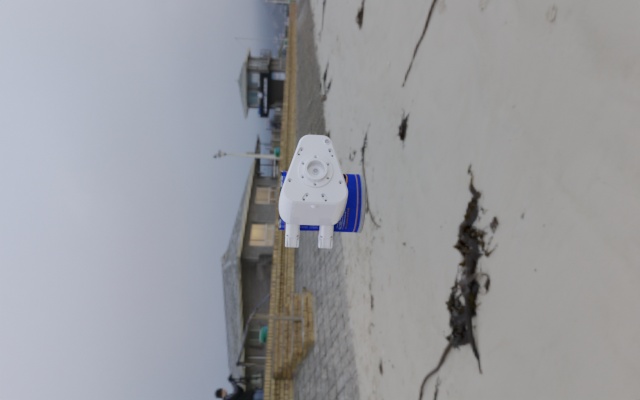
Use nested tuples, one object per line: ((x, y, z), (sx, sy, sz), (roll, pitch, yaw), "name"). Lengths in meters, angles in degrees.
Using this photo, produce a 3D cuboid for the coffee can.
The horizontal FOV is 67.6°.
((0.000, 0.003, 0.815), (0.140, 0.103, 0.103), (2, 0, -4), "coffee can")
